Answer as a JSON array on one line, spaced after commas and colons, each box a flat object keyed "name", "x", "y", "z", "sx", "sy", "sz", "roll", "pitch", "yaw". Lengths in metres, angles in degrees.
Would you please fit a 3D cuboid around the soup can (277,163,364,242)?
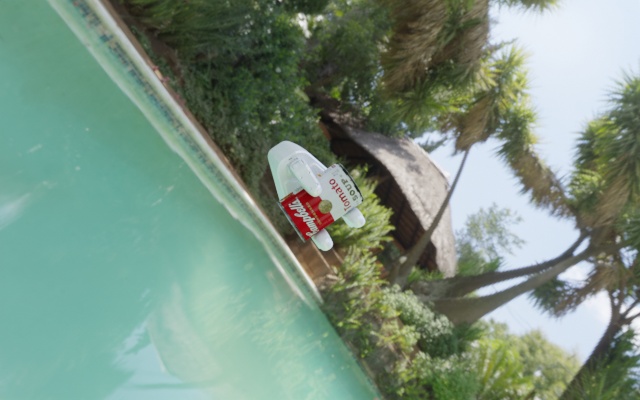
[{"name": "soup can", "x": 0.000, "y": 0.002, "z": 0.663, "sx": 0.102, "sy": 0.068, "sz": 0.068, "roll": -34, "pitch": 3, "yaw": -4}]
